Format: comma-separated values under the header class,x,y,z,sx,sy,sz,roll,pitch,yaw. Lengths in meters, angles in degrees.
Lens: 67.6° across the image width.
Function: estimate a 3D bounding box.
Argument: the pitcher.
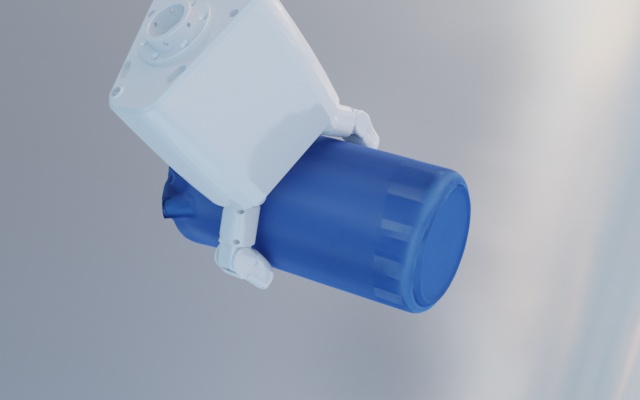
class,x,y,z,sx,sy,sz,roll,pitch,yaw
pitcher,0.000,0.001,0.415,0.243,0.149,0.145,16,-20,33
